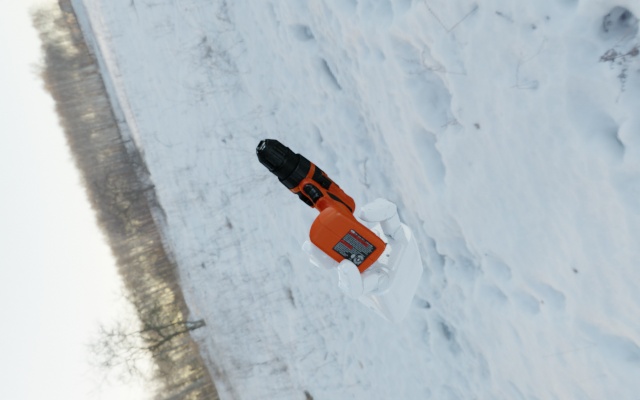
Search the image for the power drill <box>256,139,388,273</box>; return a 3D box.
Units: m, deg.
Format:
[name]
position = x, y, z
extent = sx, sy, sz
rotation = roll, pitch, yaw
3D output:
[power drill]
position = 0.000, 0.002, 0.637
extent = 0.184, 0.057, 0.187
rotation = 35, 14, -31
